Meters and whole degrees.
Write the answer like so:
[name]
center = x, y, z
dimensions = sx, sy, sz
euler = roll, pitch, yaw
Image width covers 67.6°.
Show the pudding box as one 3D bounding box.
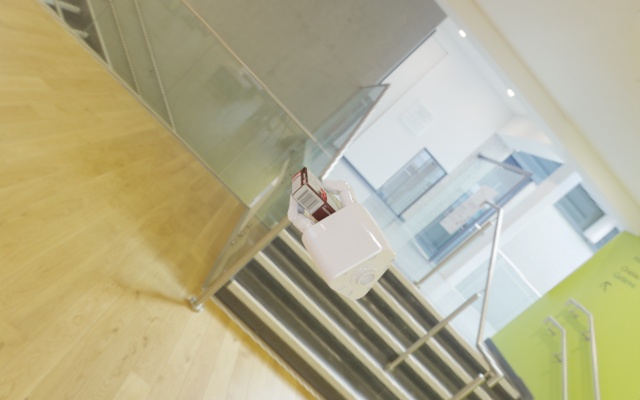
[pudding box]
center = 0.000, 0.003, 0.830
dimensions = 0.039, 0.113, 0.090
euler = -40, 19, 11
